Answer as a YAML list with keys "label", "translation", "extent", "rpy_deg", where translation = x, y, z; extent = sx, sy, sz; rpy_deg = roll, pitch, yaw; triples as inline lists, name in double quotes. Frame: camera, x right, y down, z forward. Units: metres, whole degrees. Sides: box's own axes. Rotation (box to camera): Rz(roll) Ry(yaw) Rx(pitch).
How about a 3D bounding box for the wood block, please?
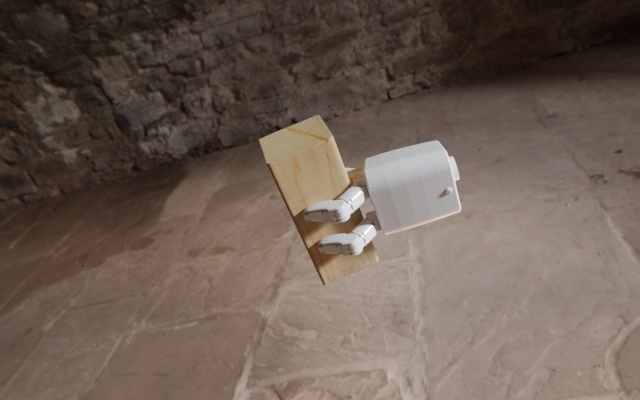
- label: "wood block"
  translation: [0.000, 0.002, 0.660]
  extent: [0.090, 0.206, 0.090]
  rpy_deg: [-23, 30, -1]
